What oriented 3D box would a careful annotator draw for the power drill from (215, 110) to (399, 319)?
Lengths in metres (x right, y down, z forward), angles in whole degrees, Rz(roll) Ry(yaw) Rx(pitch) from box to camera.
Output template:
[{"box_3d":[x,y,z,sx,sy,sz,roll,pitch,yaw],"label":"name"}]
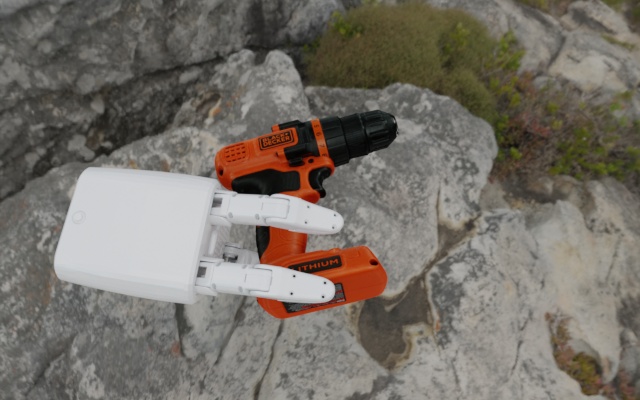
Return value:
[{"box_3d":[0.000,0.002,0.433,0.184,0.187,0.057,-16,-38,2],"label":"power drill"}]
